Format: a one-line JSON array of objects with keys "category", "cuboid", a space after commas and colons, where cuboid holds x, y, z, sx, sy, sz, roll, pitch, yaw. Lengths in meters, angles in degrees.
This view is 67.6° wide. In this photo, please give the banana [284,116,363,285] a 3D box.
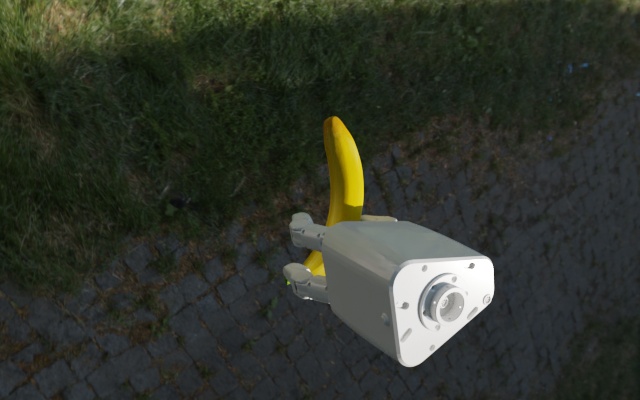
[{"category": "banana", "cuboid": [0.016, 0.008, 0.539, 0.069, 0.198, 0.037, 11, 8, -26]}]
